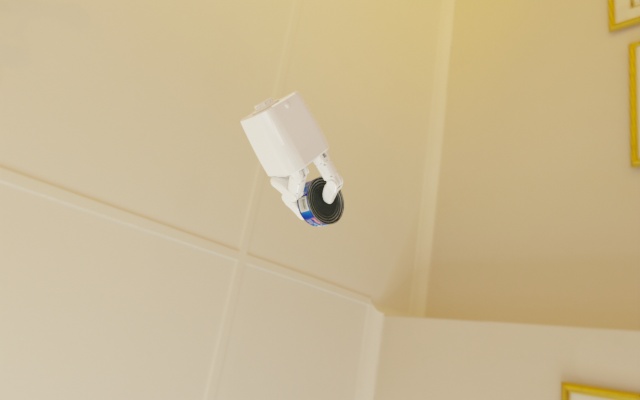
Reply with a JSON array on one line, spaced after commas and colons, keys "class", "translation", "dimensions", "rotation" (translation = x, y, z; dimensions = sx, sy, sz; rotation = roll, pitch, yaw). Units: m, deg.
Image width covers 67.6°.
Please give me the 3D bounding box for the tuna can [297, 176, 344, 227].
[{"class": "tuna can", "translation": [0.000, 0.003, 0.841], "dimensions": [0.086, 0.086, 0.034], "rotation": [0, -11, -43]}]
